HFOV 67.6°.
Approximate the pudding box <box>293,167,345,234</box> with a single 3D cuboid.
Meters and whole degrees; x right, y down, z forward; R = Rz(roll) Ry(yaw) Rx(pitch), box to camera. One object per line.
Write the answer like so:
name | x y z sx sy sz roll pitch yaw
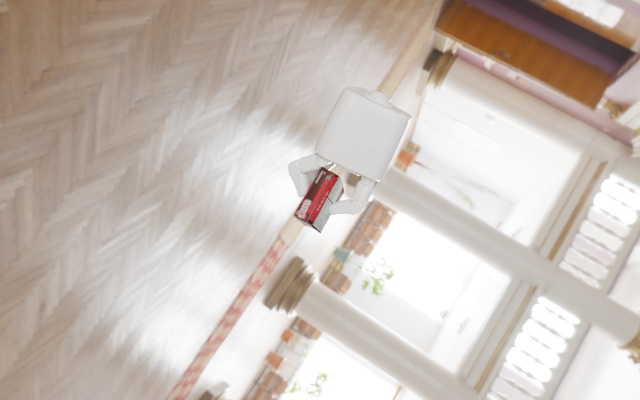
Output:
pudding box | 0.000 0.003 0.779 0.039 0.090 0.113 29 -6 13
